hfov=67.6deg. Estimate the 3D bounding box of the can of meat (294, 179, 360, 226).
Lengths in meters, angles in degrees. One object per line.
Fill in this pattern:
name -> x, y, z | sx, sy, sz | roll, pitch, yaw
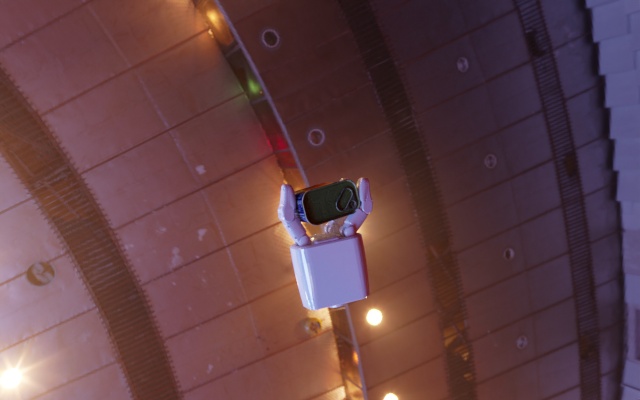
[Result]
can of meat -> 0.000, 0.003, 0.791 | 0.102, 0.057, 0.084 | -17, 8, -26
